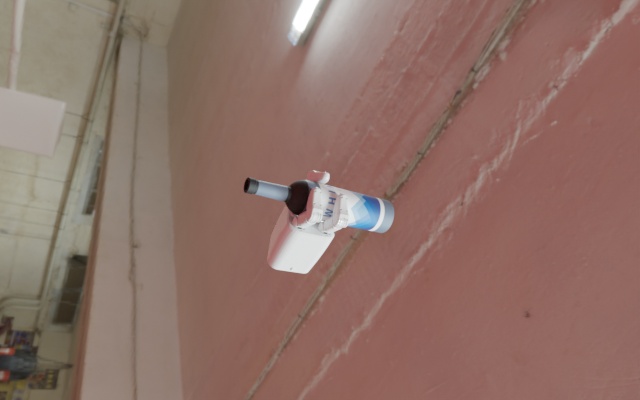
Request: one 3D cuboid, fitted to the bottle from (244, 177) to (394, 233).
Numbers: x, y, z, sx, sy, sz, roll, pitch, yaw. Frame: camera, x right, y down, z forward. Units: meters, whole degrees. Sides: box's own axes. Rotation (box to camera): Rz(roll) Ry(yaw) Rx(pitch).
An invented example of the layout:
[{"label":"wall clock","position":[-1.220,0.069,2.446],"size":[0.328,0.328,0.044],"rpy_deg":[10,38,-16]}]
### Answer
[{"label":"bottle","position":[0.000,0.003,0.882],"size":[0.296,0.069,0.069],"rpy_deg":[13,-6,-28]}]
